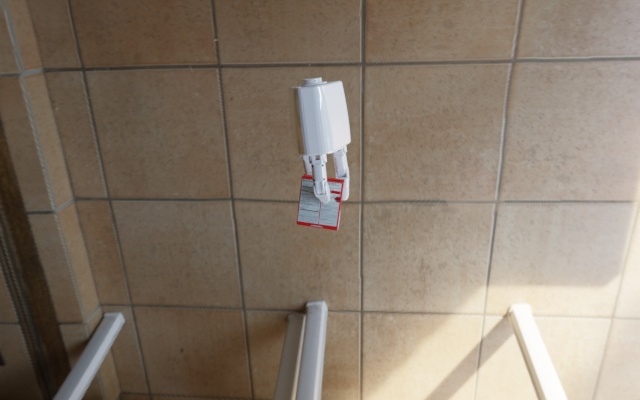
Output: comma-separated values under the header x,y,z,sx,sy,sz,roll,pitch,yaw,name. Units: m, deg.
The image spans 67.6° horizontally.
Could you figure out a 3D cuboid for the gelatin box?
x,y,z,sx,sy,sz,roll,pitch,yaw,name
0.000,0.003,0.828,0.073,0.089,0.030,8,12,4,gelatin box
